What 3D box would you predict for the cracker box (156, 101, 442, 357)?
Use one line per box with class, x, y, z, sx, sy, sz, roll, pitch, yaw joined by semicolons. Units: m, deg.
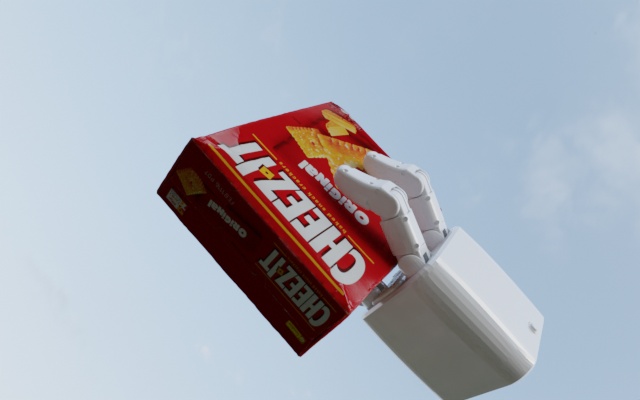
cracker box;0.000;0.001;0.415;0.072;0.164;0.213;-49;-10;33
